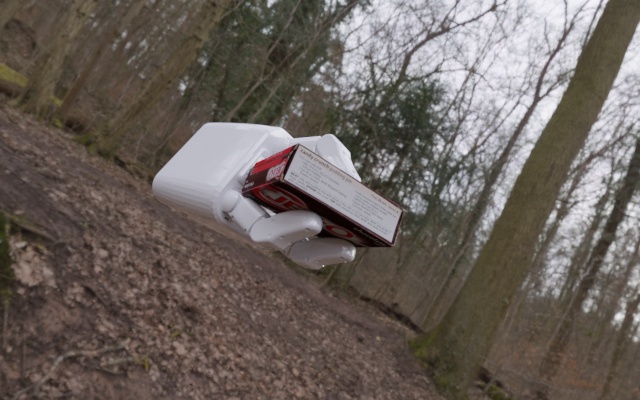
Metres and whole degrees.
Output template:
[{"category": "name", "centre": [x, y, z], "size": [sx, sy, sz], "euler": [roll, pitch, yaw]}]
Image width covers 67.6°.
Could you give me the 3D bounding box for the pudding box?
[{"category": "pudding box", "centre": [0.000, 0.001, 0.403], "size": [0.113, 0.039, 0.090], "euler": [28, -17, -22]}]
